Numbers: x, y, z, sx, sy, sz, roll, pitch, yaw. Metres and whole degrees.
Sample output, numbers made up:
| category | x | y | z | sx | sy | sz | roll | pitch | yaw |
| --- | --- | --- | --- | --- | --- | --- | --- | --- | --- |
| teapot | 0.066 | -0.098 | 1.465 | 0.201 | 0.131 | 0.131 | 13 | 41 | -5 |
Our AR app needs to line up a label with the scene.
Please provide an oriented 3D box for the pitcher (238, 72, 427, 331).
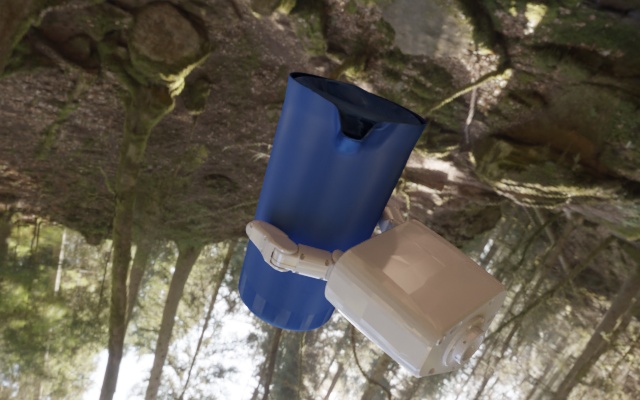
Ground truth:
| category | x | y | z | sx | sy | sz | roll | pitch | yaw |
| --- | --- | --- | --- | --- | --- | --- | --- | --- | --- |
| pitcher | 0.000 | 0.002 | 0.489 | 0.149 | 0.243 | 0.145 | -3 | 31 | -46 |
